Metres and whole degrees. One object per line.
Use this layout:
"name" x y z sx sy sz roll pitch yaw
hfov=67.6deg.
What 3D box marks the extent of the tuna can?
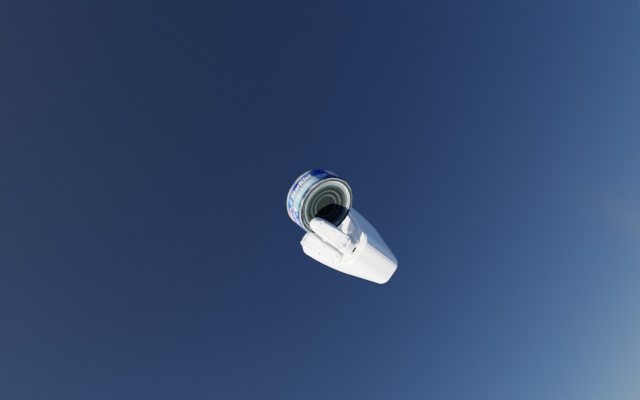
"tuna can" 0.000 0.002 0.640 0.086 0.086 0.033 0 24 -35
